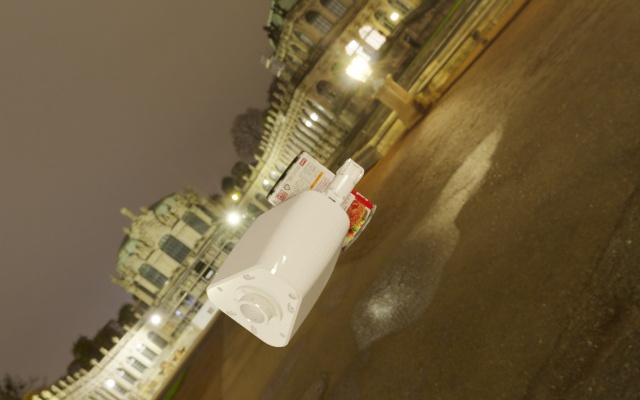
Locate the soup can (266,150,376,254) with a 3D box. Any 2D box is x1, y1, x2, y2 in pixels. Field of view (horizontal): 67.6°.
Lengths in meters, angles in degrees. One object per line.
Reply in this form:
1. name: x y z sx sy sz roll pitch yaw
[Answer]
1. soup can: 0.000 0.001 0.523 0.102 0.068 0.068 37 -2 -3
